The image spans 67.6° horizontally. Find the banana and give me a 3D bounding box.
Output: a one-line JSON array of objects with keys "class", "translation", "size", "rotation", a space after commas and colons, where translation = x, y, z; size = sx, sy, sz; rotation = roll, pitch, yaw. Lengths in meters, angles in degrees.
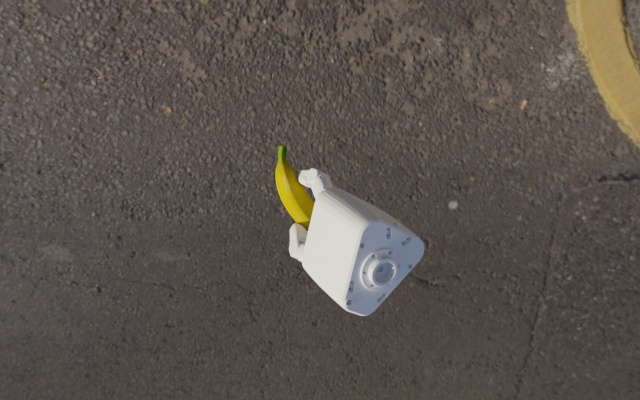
[{"class": "banana", "translation": [-0.010, 0.014, 0.690], "size": [0.037, 0.069, 0.198], "rotation": [-2, -45, 42]}]
